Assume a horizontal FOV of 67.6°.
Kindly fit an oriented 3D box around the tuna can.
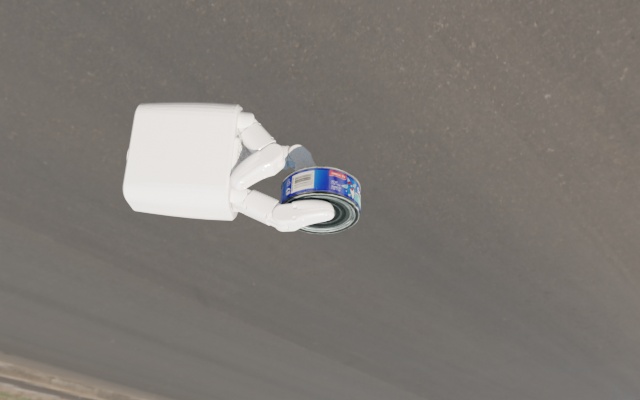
[{"bbox_3d":[0.000,0.002,0.504,0.086,0.033,0.086,1,-33,1],"label":"tuna can"}]
